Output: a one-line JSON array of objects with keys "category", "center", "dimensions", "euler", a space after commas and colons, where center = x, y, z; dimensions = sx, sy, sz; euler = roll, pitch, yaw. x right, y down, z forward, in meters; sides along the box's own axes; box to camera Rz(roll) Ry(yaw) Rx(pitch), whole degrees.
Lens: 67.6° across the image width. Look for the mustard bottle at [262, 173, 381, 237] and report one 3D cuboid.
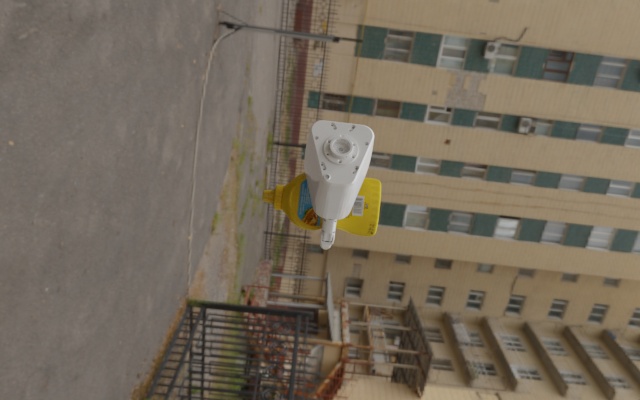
[{"category": "mustard bottle", "center": [0.000, 0.003, 0.790], "dimensions": [0.191, 0.096, 0.058], "euler": [6, -2, -1]}]
